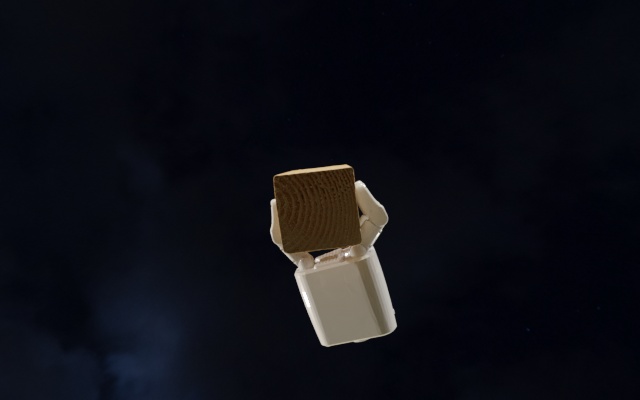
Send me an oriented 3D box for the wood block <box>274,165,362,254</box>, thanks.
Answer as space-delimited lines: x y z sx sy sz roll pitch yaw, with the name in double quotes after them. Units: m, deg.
0.000 0.002 0.626 0.091 0.090 0.206 -7 5 2 "wood block"
